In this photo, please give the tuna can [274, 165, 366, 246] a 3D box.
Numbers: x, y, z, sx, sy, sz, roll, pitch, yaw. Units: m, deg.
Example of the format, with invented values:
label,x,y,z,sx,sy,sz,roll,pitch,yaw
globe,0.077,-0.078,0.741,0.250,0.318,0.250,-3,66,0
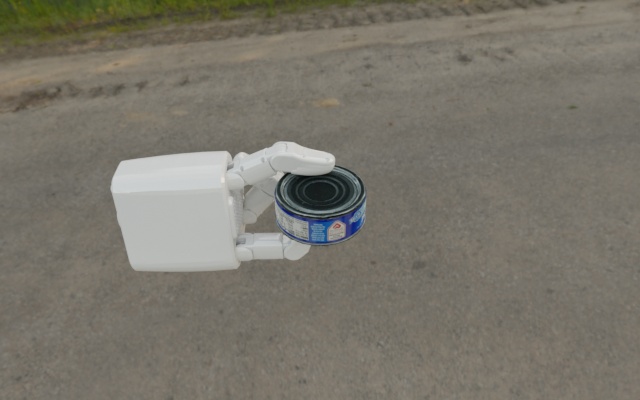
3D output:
label,x,y,z,sx,sy,sz,roll,pitch,yaw
tuna can,0.000,0.001,0.444,0.086,0.034,0.086,0,38,0
